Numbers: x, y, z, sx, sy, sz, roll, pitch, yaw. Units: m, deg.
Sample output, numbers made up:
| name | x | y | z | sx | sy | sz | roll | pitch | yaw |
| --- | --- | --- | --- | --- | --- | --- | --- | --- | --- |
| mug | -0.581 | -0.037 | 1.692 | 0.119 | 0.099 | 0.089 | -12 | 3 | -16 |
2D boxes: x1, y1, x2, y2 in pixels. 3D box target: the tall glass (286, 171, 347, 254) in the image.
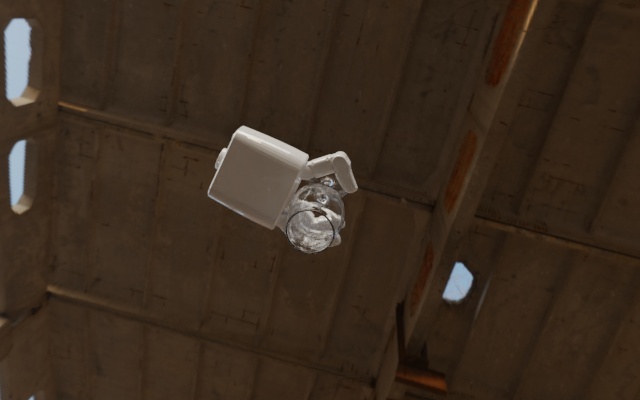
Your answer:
| name | x | y | z | sx | sy | sz | roll | pitch | yaw |
| --- | --- | --- | --- | --- | --- | --- | --- | --- | --- |
| tall glass | 0.000 | 0.002 | 0.683 | 0.079 | 0.079 | 0.201 | 0 | 22 | 8 |
